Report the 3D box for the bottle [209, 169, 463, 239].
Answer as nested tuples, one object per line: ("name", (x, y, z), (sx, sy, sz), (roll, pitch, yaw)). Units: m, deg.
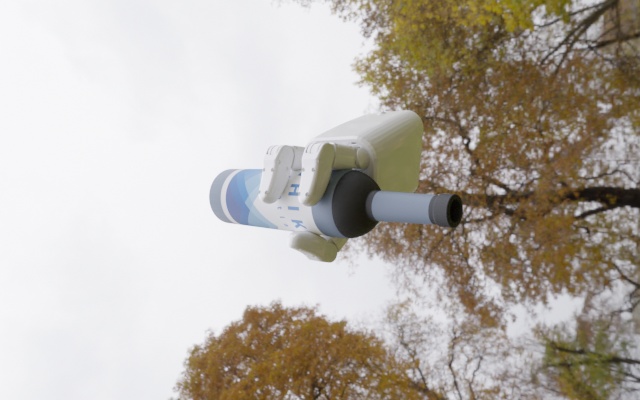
("bottle", (0.000, 0.002, 0.481), (0.295, 0.069, 0.069), (4, 2, 43))
